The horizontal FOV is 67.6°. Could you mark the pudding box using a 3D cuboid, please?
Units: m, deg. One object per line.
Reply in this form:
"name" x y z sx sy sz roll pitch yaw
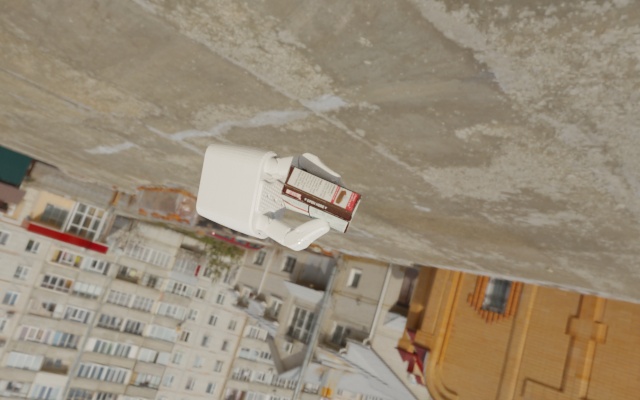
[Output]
"pudding box" 0.000 0.002 0.590 0.090 0.039 0.113 22 -8 4
